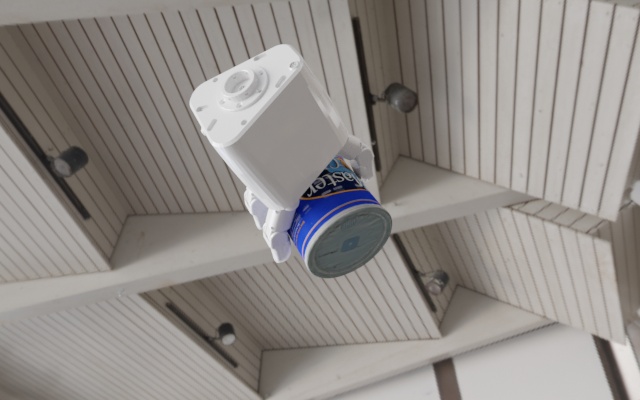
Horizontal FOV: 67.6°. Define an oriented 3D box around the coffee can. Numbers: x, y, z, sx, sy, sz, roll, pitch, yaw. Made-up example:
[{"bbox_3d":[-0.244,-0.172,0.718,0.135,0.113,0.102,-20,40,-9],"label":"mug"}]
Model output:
[{"bbox_3d":[0.000,0.002,0.539,0.103,0.103,0.140,0,40,-37],"label":"coffee can"}]
